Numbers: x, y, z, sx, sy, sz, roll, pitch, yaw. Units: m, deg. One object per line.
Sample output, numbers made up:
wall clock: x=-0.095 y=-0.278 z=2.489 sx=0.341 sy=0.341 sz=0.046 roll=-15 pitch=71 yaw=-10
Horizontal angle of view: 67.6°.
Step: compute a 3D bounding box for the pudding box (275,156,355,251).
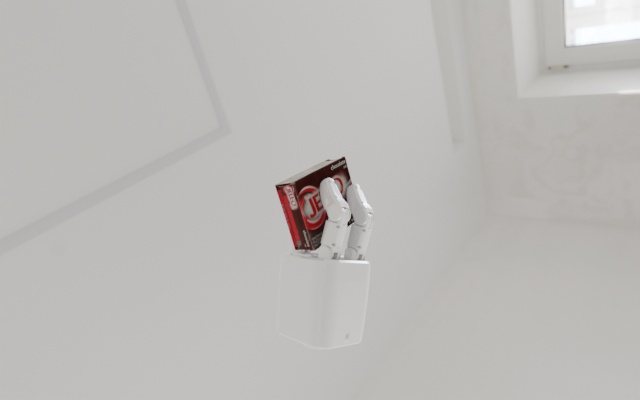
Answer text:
pudding box: x=0.000 y=0.002 z=0.622 sx=0.039 sy=0.090 sz=0.113 roll=-4 pitch=19 yaw=38
